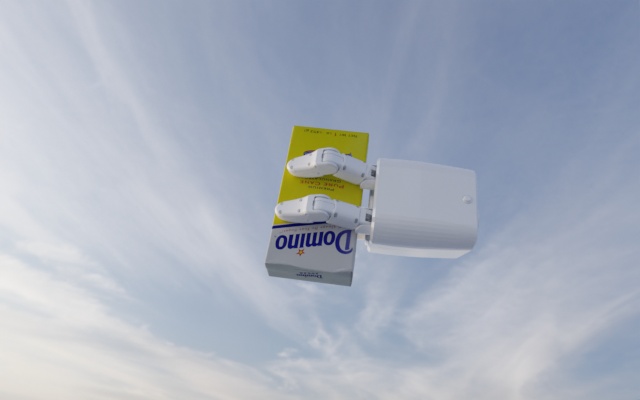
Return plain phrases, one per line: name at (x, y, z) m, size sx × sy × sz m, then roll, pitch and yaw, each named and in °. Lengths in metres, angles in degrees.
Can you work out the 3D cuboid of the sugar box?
sugar box at (0.000, 0.001, 0.534) m, size 0.093 × 0.176 × 0.048 m, roll 6°, pitch -30°, yaw 5°
